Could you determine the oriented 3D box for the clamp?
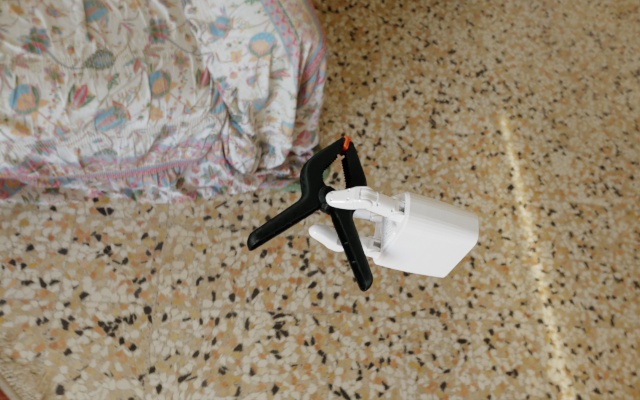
[{"bbox_3d":[0.001,0.001,0.628,0.164,0.210,0.036,15,-27,-12],"label":"clamp"}]
